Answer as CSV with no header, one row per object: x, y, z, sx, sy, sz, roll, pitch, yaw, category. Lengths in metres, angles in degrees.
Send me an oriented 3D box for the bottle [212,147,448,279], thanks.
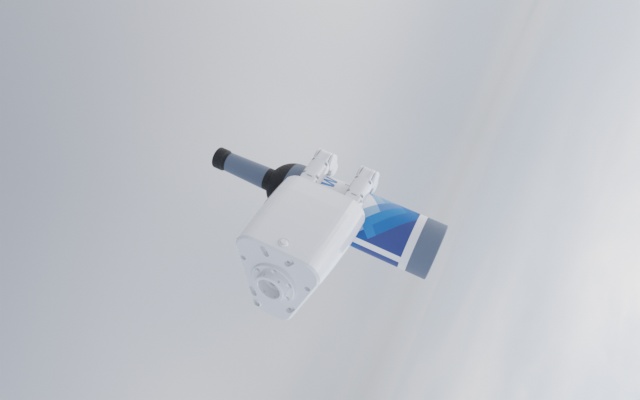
0.000,0.002,0.573,0.295,0.069,0.069,24,6,14,bottle
